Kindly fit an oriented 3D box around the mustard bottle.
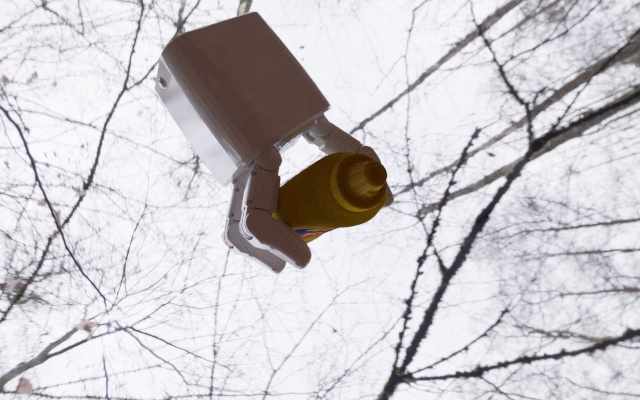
[{"bbox_3d":[0.000,0.002,0.403,0.096,0.058,0.192,-11,-8,-25],"label":"mustard bottle"}]
